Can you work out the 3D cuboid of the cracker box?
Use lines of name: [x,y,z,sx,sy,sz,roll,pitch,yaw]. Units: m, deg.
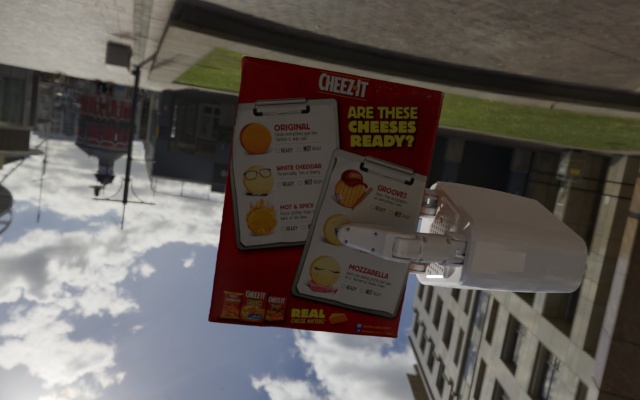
cracker box: [0.000,0.002,0.414,0.164,0.214,0.072,8,7,-10]
